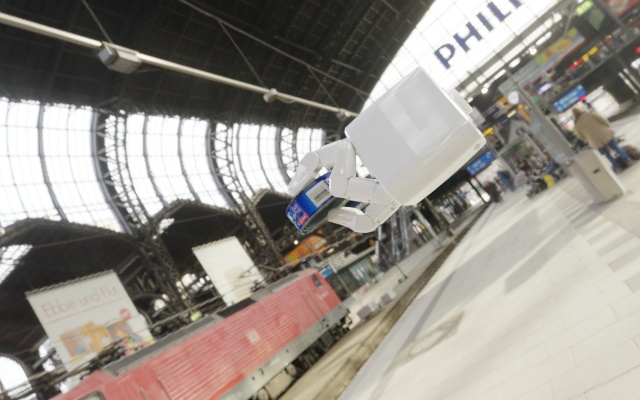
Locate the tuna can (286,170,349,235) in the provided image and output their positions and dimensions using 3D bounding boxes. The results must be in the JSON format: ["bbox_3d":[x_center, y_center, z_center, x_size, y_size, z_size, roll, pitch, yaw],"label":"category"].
[{"bbox_3d":[0.000,0.002,0.581,0.086,0.033,0.086,-38,-12,-9],"label":"tuna can"}]
